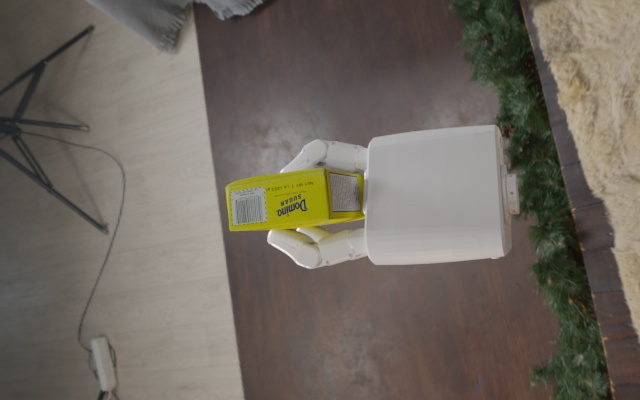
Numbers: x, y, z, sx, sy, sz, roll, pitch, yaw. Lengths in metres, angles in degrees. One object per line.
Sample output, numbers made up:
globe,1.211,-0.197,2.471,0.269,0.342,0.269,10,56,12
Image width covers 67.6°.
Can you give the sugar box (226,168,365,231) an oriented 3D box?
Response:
sugar box,0.000,0.002,0.450,0.093,0.048,0.176,-7,-6,25
